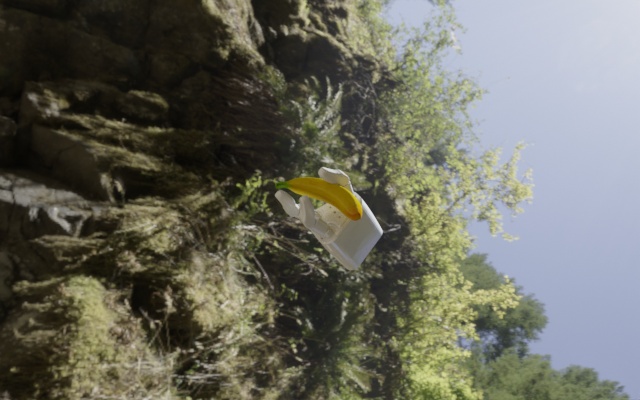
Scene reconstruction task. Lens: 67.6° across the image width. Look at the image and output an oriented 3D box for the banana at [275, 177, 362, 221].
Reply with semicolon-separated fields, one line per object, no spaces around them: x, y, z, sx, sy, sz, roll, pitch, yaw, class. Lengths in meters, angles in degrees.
0.010;-0.006;0.834;0.197;0.037;0.069;19;40;40;banana
